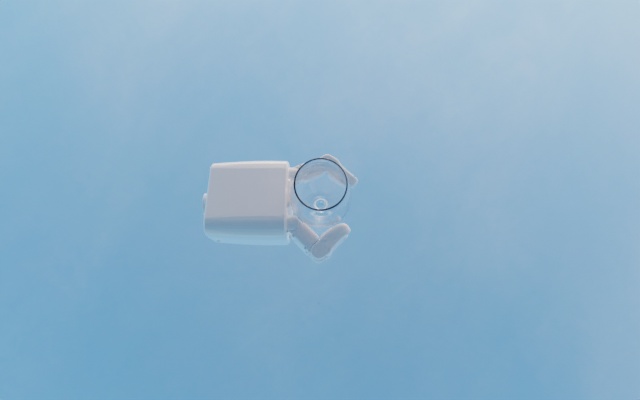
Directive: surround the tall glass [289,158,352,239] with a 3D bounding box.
[{"bbox_3d":[0.000,0.002,0.634,0.079,0.079,0.201,0,-12,0],"label":"tall glass"}]
